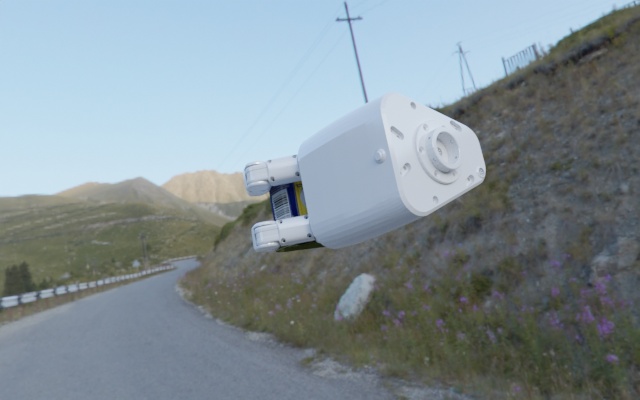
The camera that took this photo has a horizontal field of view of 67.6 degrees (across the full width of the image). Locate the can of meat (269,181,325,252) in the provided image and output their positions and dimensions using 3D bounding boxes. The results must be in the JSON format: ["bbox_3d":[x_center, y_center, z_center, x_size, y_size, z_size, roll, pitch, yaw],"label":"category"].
[{"bbox_3d":[0.000,0.001,0.469,0.102,0.084,0.057,-4,-13,-33],"label":"can of meat"}]
